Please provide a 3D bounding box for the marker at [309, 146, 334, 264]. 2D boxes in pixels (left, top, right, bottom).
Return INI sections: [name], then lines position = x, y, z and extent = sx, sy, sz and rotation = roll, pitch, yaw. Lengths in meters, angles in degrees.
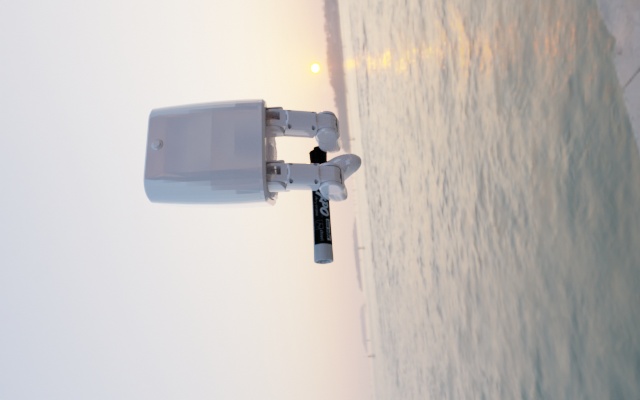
[marker]
position = 0.000, 0.002, 0.468
extent = 0.020, 0.121, 0.020
rotation = -3, -21, -1
